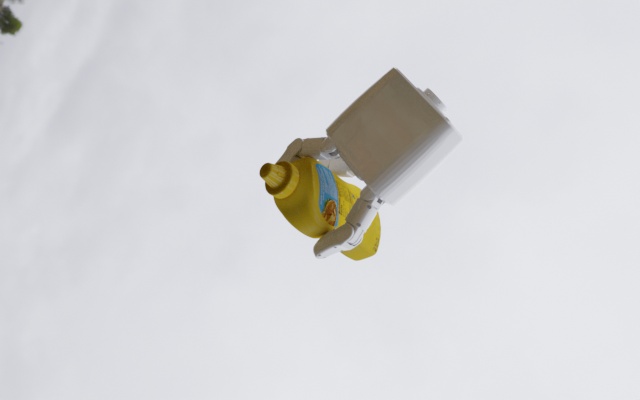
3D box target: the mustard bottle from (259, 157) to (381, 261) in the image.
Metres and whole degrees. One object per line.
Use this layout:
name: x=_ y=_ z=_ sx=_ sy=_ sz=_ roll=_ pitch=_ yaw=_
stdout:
mustard bottle: x=0.000 y=0.002 z=0.568 sx=0.058 sy=0.096 sz=0.192 roll=-23 pitch=-34 yaw=30
